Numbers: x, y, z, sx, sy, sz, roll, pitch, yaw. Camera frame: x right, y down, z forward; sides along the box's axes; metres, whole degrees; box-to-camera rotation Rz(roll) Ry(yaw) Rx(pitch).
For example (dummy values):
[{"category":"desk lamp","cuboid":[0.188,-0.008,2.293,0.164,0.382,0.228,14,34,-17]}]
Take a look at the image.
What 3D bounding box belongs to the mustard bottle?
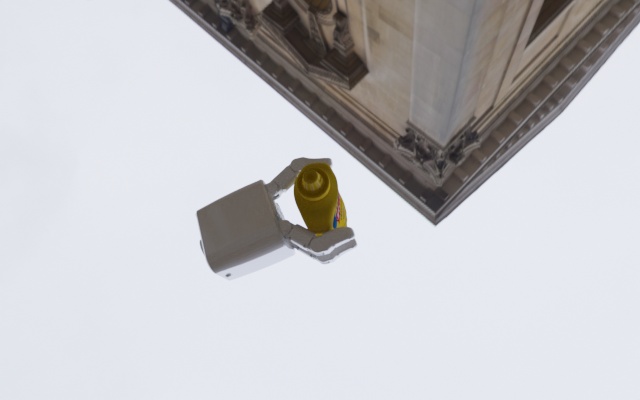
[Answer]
[{"category":"mustard bottle","cuboid":[0.000,0.002,0.652,0.058,0.096,0.192,-2,-19,8]}]
